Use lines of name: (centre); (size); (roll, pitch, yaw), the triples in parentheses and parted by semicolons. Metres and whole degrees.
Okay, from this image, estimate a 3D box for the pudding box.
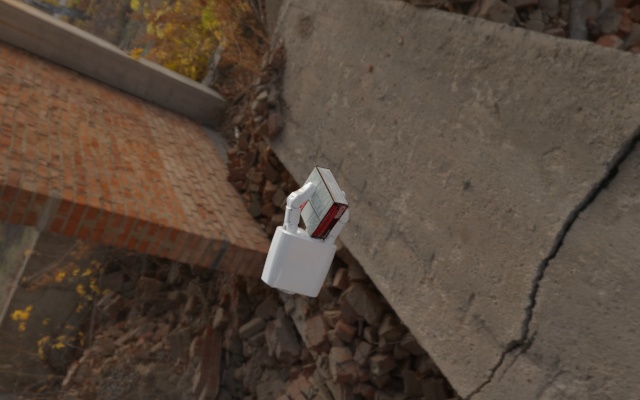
pudding box: (0.000, 0.003, 0.892); (0.039, 0.090, 0.113); (13, 35, -35)
